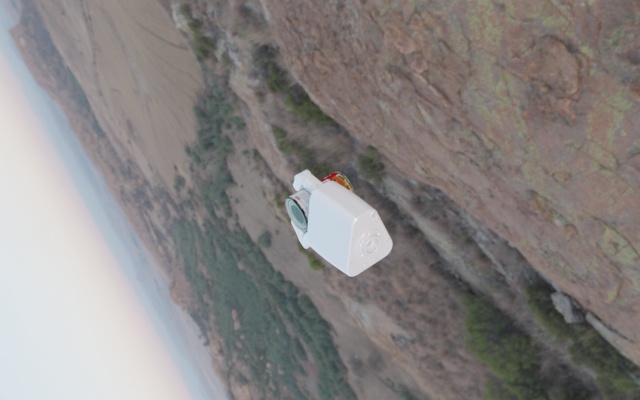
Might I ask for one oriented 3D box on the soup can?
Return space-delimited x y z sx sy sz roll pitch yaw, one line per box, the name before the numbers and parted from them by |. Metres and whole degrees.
soup can | 0.000 0.002 0.815 0.102 0.068 0.068 -29 12 -22
